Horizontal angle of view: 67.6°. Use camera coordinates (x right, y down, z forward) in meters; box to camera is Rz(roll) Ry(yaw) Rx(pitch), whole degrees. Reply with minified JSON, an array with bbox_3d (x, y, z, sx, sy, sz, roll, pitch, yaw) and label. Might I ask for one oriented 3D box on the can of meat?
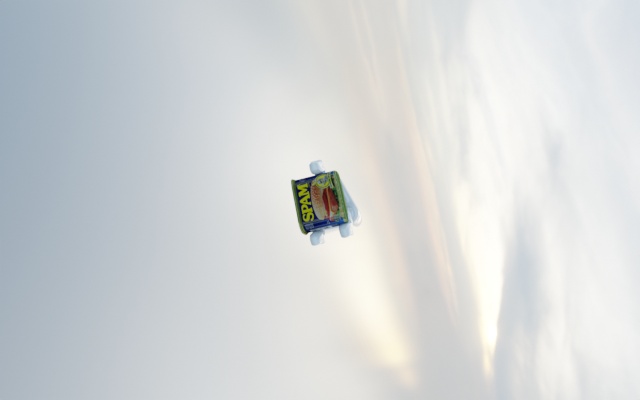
[{"bbox_3d":[0.000,0.003,0.853,0.084,0.102,0.057,-14,-15,9],"label":"can of meat"}]
